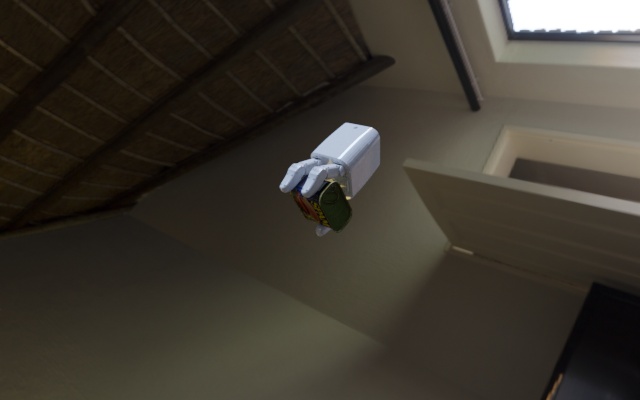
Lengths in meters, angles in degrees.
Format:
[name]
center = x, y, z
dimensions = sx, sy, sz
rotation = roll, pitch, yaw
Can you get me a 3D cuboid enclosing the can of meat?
[can of meat]
center = 0.000, 0.003, 0.887
dimensions = 0.084, 0.057, 0.102
rotation = 19, -31, 41
